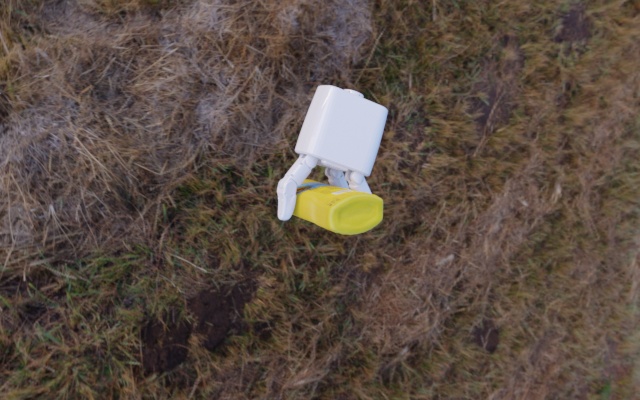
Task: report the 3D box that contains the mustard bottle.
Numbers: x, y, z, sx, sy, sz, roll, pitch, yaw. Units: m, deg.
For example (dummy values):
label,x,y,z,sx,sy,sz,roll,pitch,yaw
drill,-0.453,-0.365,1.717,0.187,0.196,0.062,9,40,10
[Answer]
label,x,y,z,sx,sy,sz,roll,pitch,yaw
mustard bottle,0.000,0.003,0.725,0.096,0.058,0.191,-10,16,-32
